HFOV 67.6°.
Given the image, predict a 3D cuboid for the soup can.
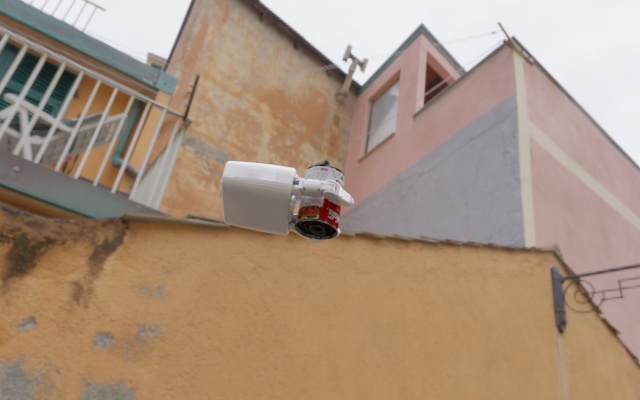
[{"bbox_3d":[0.001,0.002,0.761,0.068,0.102,0.068,7,-28,4],"label":"soup can"}]
